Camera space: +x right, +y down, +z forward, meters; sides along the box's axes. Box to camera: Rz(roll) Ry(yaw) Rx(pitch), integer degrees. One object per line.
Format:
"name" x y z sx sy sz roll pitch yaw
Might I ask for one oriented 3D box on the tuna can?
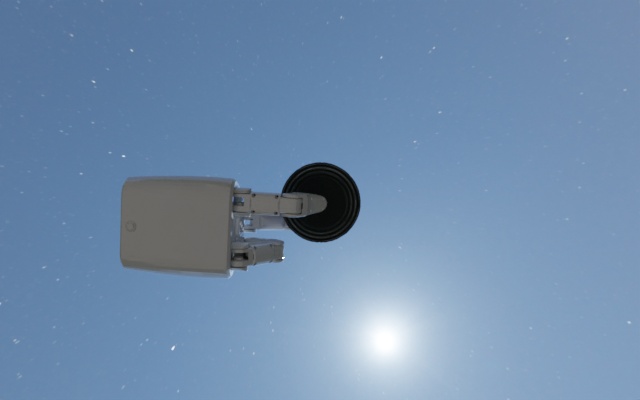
"tuna can" 0.000 0.002 0.523 0.086 0.086 0.034 0 2 1
